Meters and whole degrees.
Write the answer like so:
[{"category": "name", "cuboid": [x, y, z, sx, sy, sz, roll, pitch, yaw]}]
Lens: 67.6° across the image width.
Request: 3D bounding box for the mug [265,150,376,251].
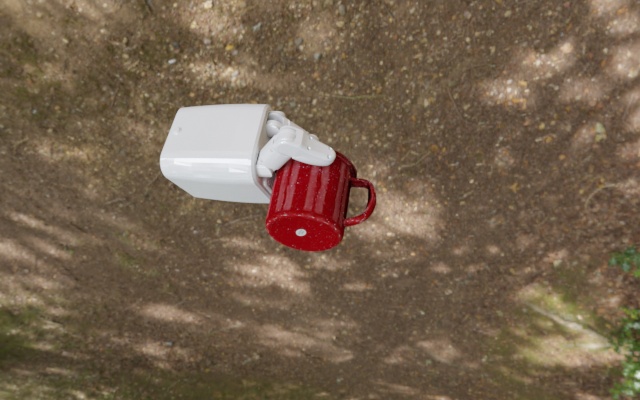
[{"category": "mug", "cuboid": [0.001, 0.002, 0.502, 0.117, 0.081, 0.093, 2, -33, 12]}]
